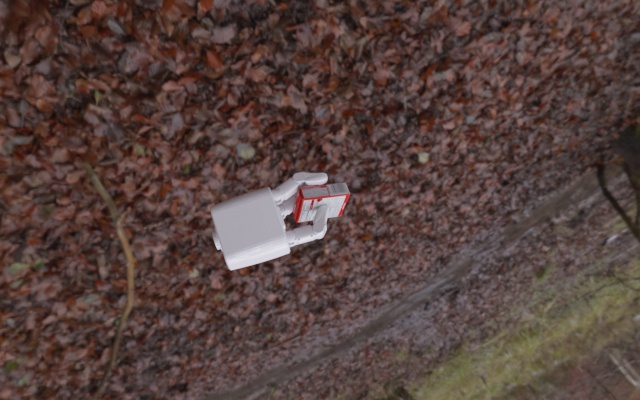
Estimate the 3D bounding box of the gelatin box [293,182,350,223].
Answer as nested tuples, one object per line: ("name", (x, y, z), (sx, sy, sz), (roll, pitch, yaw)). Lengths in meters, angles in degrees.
("gelatin box", (0.001, 0.003, 0.843), (0.089, 0.030, 0.073), (-7, -33, -17))
